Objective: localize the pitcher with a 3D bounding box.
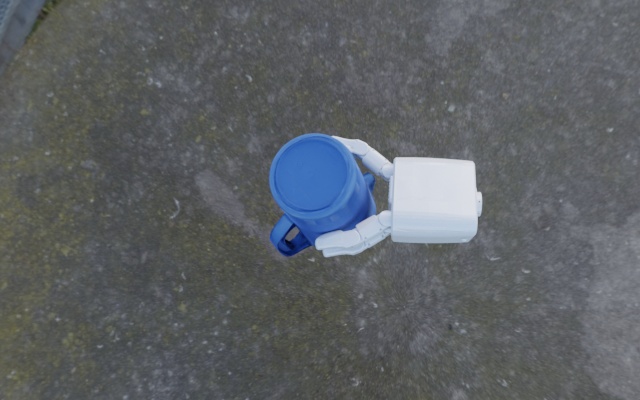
[{"bbox_3d":[0.000,0.002,0.676,0.145,0.149,0.243,3,-12,10],"label":"pitcher"}]
